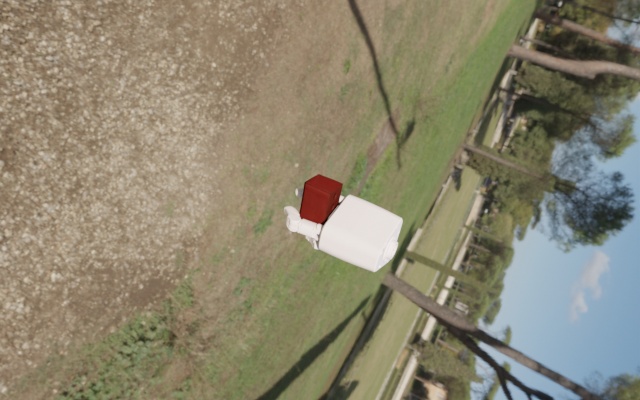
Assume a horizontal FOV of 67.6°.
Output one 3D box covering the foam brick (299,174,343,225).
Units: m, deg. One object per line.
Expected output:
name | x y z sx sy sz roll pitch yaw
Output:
foam brick | 0.000 0.002 0.830 0.051 0.078 0.053 23 31 20
